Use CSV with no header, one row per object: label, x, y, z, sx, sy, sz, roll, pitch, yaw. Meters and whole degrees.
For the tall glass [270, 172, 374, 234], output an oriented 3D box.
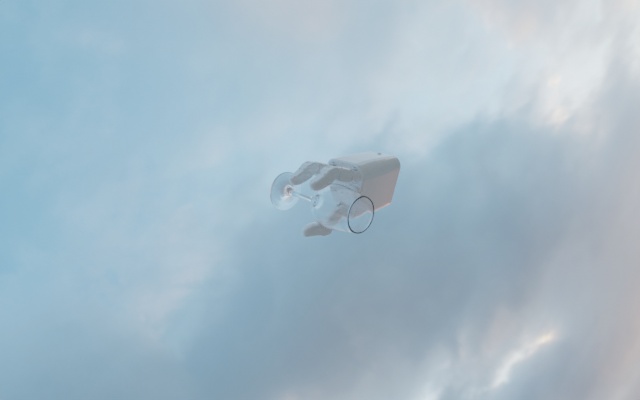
tall glass,0.000,0.003,0.834,0.079,0.079,0.201,0,12,-42
